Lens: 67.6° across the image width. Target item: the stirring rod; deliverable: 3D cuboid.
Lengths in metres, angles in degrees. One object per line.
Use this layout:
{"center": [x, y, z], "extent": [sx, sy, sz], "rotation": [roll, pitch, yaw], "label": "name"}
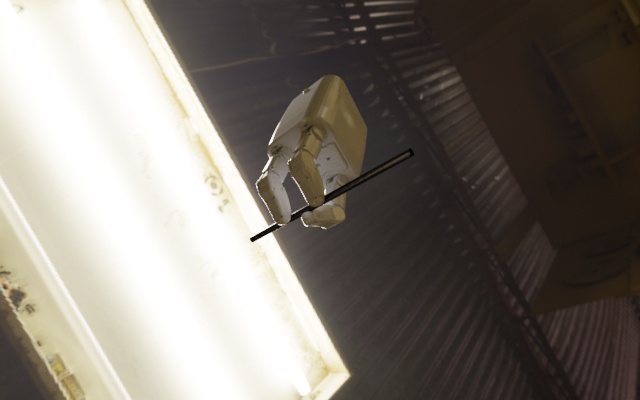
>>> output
{"center": [0.000, 0.002, 0.513], "extent": [0.239, 0.011, 0.011], "rotation": [-29, -18, 37], "label": "stirring rod"}
